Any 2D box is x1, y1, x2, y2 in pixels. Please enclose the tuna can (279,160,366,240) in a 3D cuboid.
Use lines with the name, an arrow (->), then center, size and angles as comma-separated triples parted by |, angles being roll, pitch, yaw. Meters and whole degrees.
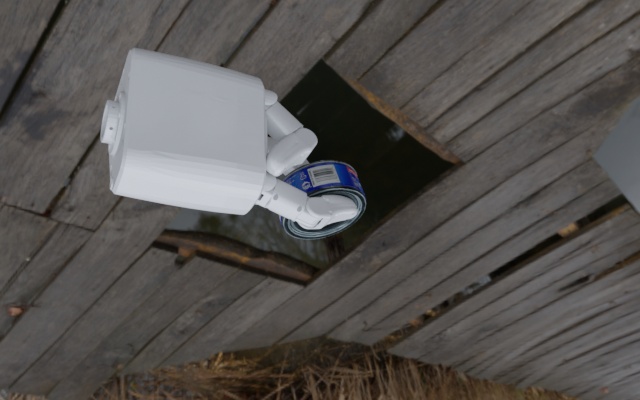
tuna can -> 0.000, 0.002, 0.461 | 0.086, 0.033, 0.086 | -13, -34, -9
